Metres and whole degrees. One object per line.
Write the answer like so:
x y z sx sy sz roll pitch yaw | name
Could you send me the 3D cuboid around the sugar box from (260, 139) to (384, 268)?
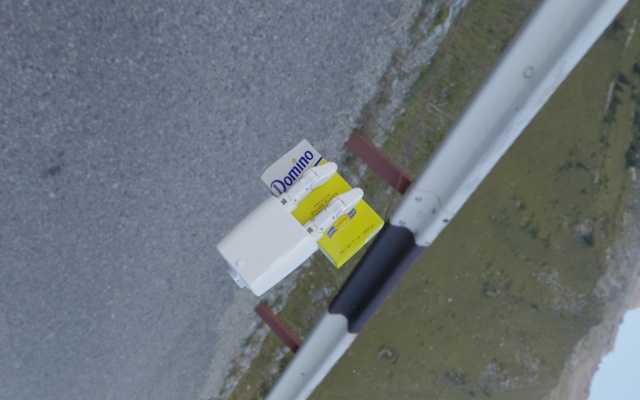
0.000 0.002 0.701 0.093 0.176 0.048 -41 -13 -9 | sugar box
